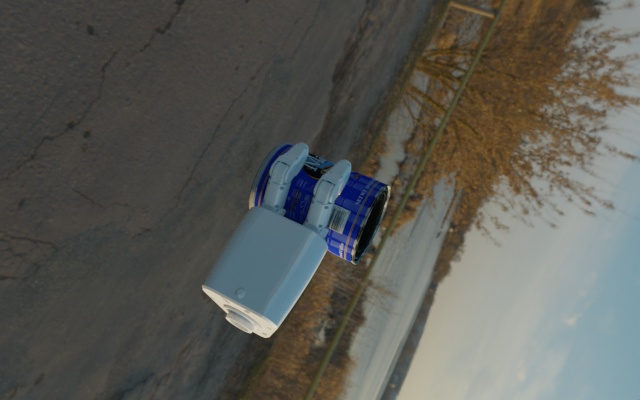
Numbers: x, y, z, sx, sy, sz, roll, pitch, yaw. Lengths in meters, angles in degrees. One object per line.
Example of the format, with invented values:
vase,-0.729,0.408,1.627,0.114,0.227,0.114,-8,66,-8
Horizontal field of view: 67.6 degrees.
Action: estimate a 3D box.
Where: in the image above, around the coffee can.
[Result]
coffee can,0.000,0.002,0.579,0.140,0.103,0.103,24,7,16
